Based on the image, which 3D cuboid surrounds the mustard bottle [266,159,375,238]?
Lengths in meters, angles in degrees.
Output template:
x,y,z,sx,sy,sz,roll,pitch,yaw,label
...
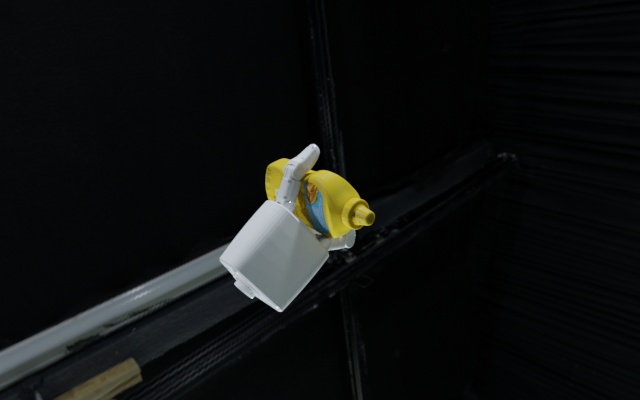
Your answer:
x,y,z,sx,sy,sz,roll,pitch,yaw,label
0.000,0.002,0.674,0.058,0.096,0.191,-28,31,-33,mustard bottle
